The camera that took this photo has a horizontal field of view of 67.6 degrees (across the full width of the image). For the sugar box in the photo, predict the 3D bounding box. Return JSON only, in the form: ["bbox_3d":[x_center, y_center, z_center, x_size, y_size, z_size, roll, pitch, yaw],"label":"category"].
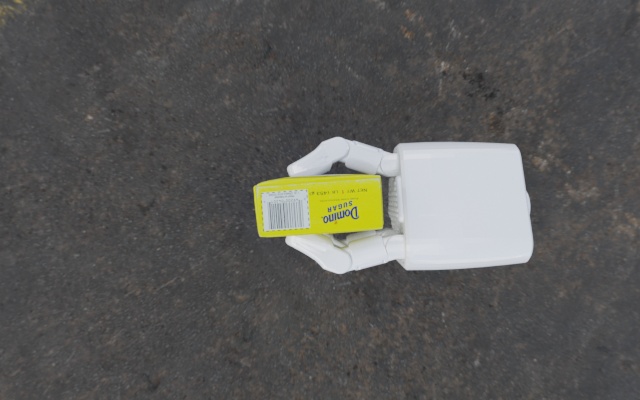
[{"bbox_3d":[0.000,0.002,0.428,0.093,0.048,0.176,-3,0,2],"label":"sugar box"}]
